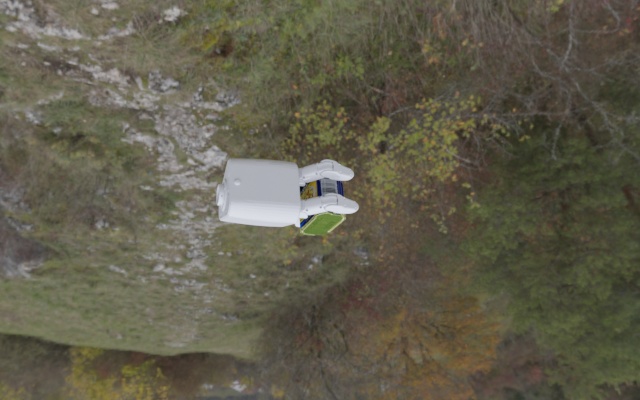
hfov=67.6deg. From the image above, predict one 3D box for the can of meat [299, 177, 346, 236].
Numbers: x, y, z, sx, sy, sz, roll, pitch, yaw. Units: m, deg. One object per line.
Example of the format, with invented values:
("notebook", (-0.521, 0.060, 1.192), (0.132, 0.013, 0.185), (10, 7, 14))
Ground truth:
("can of meat", (0.000, 0.003, 0.781), (0.057, 0.084, 0.102), (6, -26, -22))
